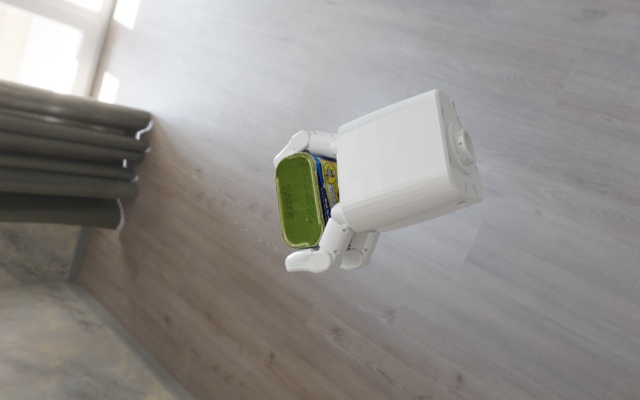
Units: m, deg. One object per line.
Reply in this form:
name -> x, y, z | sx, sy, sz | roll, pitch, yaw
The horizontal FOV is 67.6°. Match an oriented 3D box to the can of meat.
can of meat -> 0.000, 0.002, 0.509 | 0.057, 0.102, 0.084 | -14, -10, 33
